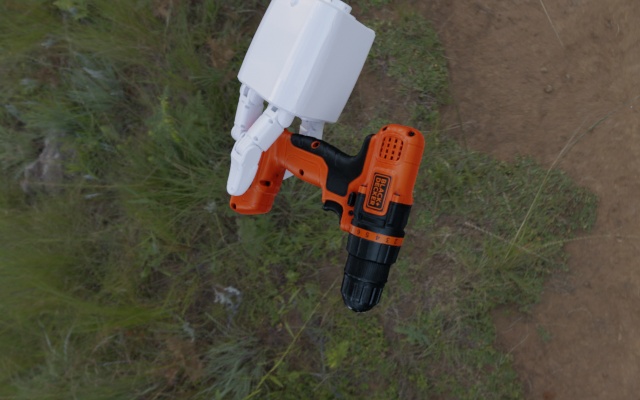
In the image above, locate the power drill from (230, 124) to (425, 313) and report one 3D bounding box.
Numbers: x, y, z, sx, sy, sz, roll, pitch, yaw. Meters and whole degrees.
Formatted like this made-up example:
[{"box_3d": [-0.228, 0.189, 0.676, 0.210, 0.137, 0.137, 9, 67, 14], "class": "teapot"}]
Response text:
[{"box_3d": [0.000, 0.001, 0.490, 0.187, 0.184, 0.057, 17, 3, 25], "class": "power drill"}]
